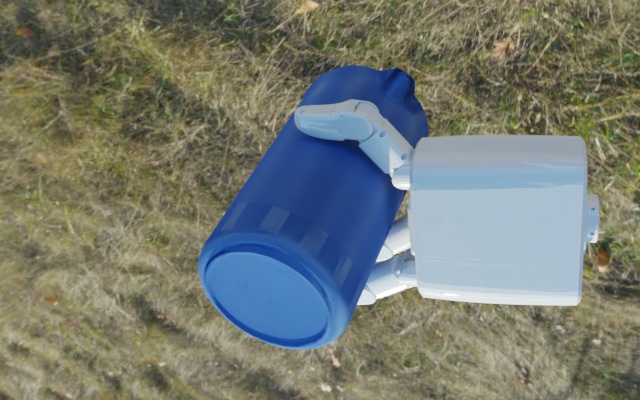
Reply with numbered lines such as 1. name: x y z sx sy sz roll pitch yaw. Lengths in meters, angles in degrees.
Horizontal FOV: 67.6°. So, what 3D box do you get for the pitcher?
1. pitcher: 0.000 0.001 0.402 0.145 0.149 0.242 1 36 24
